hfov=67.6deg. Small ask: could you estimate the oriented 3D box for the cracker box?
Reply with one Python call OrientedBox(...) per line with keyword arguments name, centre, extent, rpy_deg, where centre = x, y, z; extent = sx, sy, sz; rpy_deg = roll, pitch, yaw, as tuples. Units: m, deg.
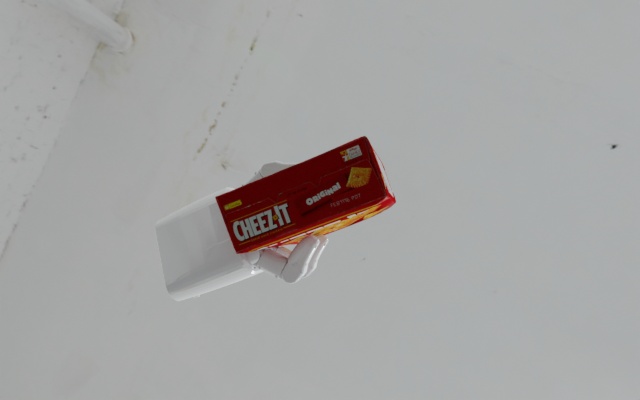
OrientedBox(name="cracker box", centre=(0.000, 0.002, 0.561), extent=(0.164, 0.072, 0.214), rpy_deg=(-22, -6, 10))
